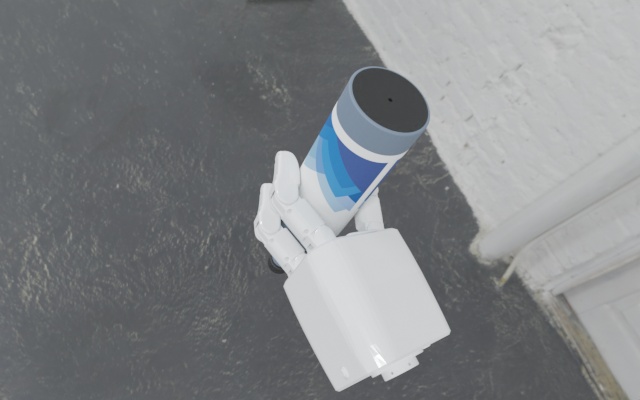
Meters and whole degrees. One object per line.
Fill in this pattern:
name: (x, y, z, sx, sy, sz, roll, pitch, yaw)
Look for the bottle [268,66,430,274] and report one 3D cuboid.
bottle: (0.000, 0.001, 0.463, 0.069, 0.069, 0.296, 0, -31, -24)
